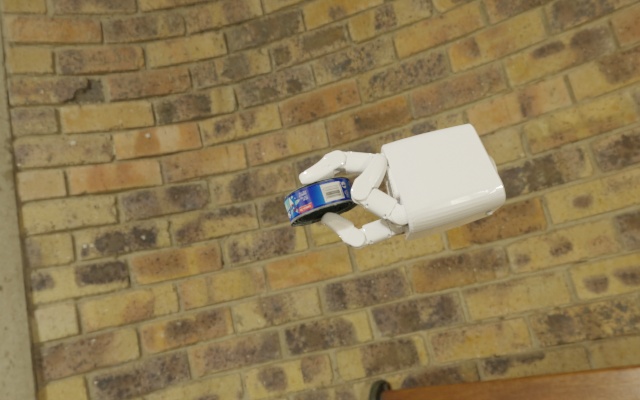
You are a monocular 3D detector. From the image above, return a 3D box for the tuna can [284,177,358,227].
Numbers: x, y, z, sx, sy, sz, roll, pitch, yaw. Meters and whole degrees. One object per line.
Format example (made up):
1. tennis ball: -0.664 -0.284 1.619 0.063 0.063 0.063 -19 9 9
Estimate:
1. tuna can: 0.000 0.001 0.581 0.086 0.033 0.086 -18 -11 -4
